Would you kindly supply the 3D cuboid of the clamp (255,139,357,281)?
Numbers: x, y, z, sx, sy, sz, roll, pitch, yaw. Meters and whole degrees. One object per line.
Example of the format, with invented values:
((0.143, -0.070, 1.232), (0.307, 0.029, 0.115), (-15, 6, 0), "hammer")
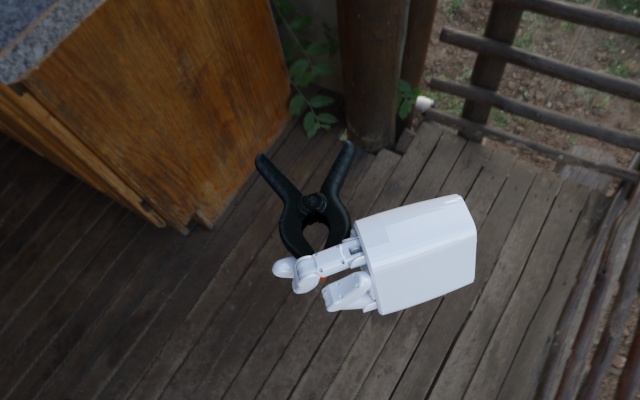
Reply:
((0.000, 0.002, 0.534), (0.120, 0.171, 0.039), (-19, -27, 1), "clamp")
